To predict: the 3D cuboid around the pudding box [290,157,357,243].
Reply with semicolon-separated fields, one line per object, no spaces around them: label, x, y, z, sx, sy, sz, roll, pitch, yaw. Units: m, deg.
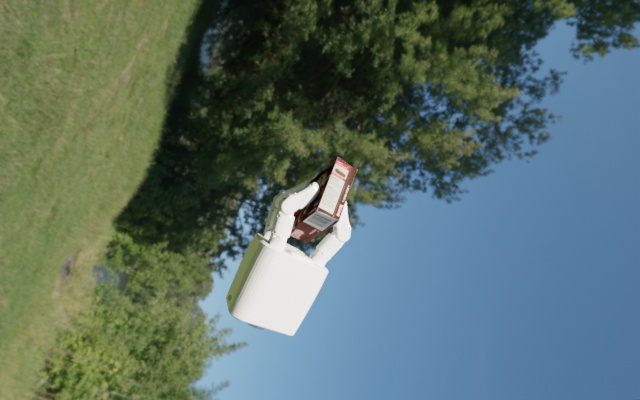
pudding box;0.000;0.002;0.676;0.039;0.090;0.113;29;-30;-16
